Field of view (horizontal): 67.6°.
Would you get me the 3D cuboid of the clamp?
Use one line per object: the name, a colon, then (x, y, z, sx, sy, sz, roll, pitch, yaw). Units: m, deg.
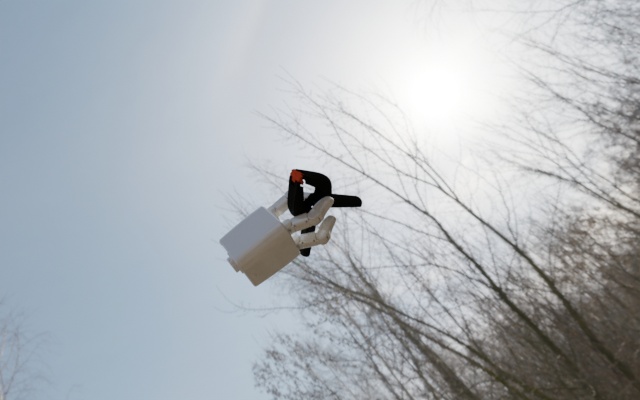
clamp: (-0.001, 0.002, 0.897, 0.036, 0.164, 0.210, 40, -17, 36)
